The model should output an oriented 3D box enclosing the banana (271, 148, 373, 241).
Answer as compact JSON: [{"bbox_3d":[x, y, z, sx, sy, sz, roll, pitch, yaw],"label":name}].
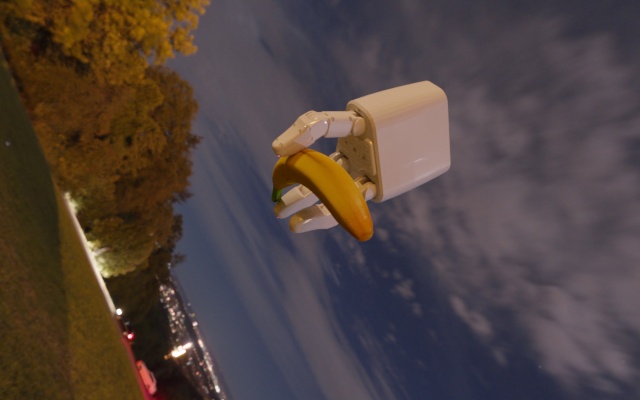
[{"bbox_3d":[-0.005,-0.017,0.480,0.037,0.070,0.197,-19,19,-23],"label":"banana"}]
